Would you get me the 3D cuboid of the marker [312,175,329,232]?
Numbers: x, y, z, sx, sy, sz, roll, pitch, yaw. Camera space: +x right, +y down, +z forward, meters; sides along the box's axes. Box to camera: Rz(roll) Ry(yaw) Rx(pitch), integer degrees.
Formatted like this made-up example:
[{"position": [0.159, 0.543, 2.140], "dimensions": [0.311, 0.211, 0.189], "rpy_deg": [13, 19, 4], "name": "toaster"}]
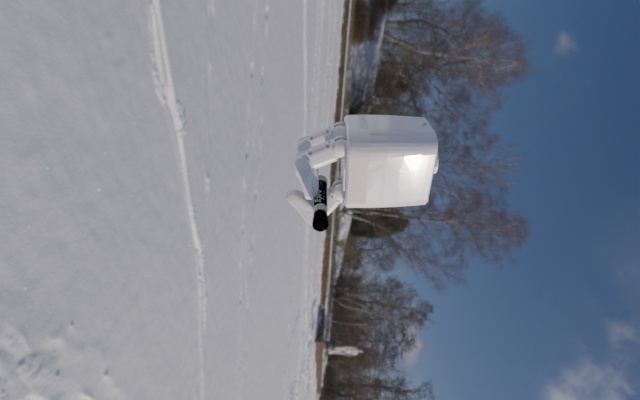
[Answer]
[{"position": [0.000, 0.002, 0.588], "dimensions": [0.020, 0.020, 0.121], "rpy_deg": [0, 28, 0], "name": "marker"}]
